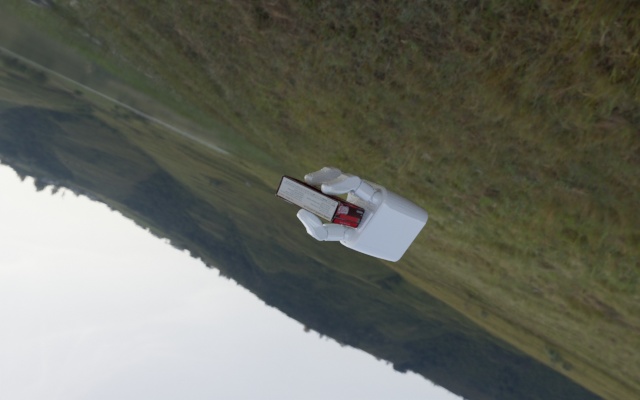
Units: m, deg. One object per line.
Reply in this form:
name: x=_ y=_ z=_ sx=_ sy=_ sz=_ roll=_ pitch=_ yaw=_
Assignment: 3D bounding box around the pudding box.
pudding box: x=0.000 y=0.003 z=0.736 sx=0.113 sy=0.039 sz=0.090 roll=23 pitch=2 yaw=30
